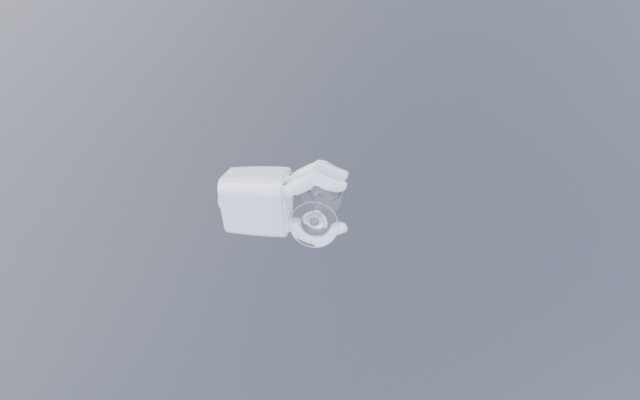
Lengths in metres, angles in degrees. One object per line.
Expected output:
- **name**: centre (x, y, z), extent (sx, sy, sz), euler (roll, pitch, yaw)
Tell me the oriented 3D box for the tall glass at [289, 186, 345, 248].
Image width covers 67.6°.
- **tall glass**: centre (0.000, 0.003, 0.796), extent (0.079, 0.079, 0.201), euler (0, 20, 7)
